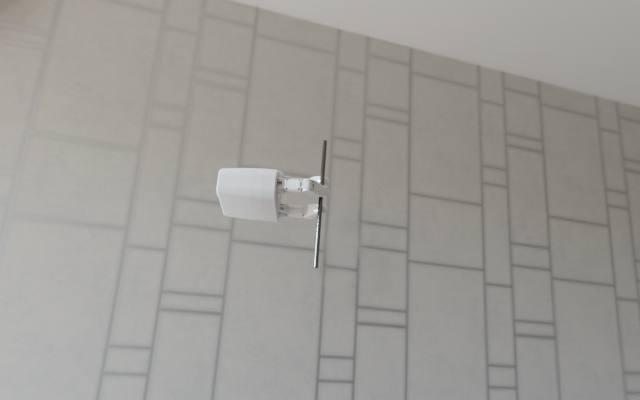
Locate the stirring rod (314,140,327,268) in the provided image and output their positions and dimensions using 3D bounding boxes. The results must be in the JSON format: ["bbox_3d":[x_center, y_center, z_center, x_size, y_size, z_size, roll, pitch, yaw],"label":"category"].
[{"bbox_3d":[0.000,0.003,0.872,0.011,0.239,0.011,4,-15,1],"label":"stirring rod"}]
